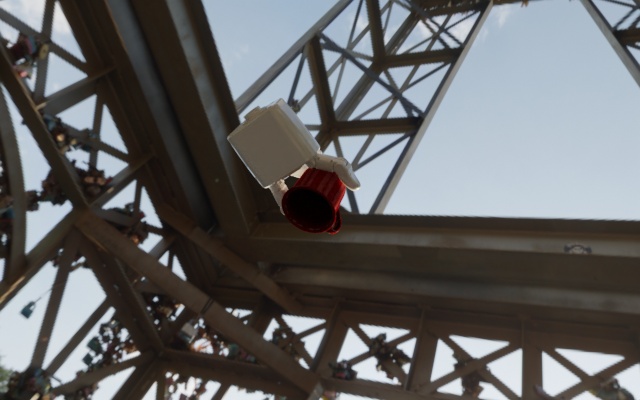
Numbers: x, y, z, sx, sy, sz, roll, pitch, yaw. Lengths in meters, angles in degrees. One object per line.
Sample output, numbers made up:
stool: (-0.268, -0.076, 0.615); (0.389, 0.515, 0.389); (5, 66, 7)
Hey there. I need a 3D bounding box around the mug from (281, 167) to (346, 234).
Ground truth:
mug: (0.001, 0.004, 0.798); (0.093, 0.117, 0.081); (-24, 22, 35)
